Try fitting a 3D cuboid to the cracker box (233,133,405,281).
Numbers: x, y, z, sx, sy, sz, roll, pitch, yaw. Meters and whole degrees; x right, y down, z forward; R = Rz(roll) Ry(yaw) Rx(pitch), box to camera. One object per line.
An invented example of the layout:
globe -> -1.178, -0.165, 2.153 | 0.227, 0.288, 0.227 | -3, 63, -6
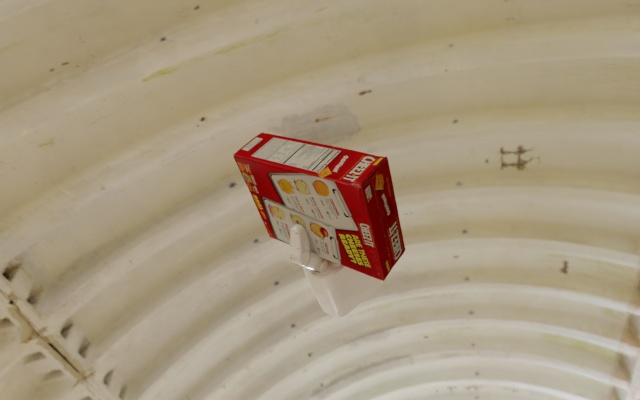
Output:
cracker box -> 0.000, 0.002, 0.655 | 0.213, 0.164, 0.072 | 16, 49, 36
